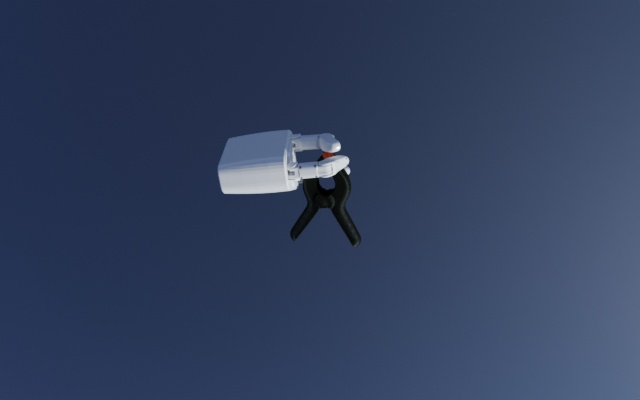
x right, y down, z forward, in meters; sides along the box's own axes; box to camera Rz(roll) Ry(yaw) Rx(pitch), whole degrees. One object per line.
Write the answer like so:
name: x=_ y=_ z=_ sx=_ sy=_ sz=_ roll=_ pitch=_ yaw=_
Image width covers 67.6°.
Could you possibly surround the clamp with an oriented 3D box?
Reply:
clamp: x=0.000 y=0.003 z=0.786 sx=0.120 sy=0.171 sz=0.039 roll=-5 pitch=21 yaw=6
